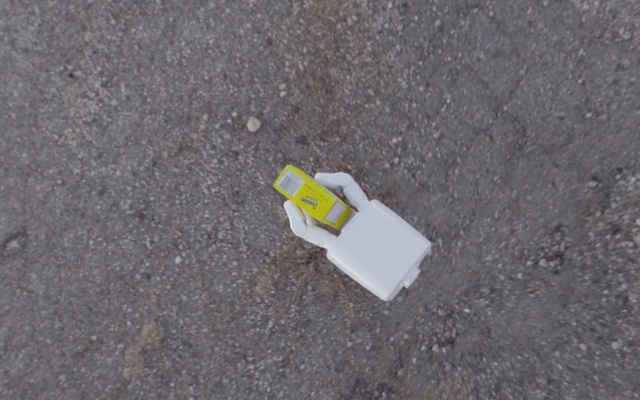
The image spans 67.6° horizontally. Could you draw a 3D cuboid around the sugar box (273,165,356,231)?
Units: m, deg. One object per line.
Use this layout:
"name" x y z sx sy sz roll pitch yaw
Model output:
"sugar box" 0.000 0.003 0.748 0.093 0.048 0.176 37 -1 18
